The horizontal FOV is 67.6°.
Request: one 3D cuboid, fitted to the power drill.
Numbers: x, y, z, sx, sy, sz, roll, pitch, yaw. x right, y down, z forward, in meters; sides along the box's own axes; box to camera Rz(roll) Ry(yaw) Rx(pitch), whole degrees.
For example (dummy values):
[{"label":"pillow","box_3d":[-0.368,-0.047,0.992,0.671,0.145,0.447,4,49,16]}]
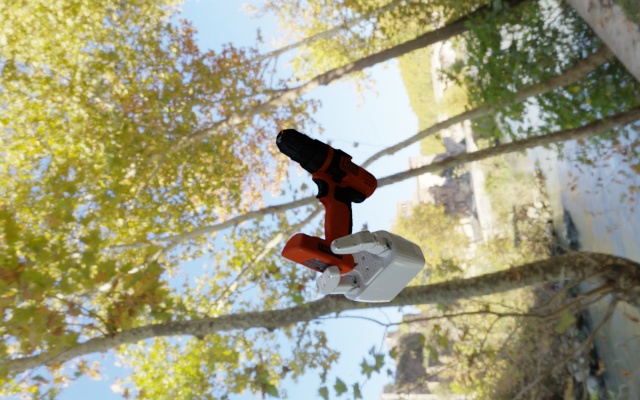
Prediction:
[{"label":"power drill","box_3d":[0.000,0.003,0.697,0.184,0.187,0.057,27,-30,-27]}]
